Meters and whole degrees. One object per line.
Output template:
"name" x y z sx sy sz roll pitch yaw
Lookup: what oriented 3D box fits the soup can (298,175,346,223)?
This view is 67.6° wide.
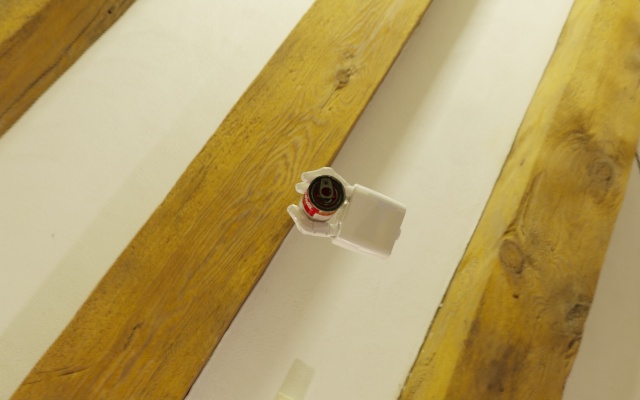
"soup can" 0.000 0.003 0.867 0.068 0.068 0.102 0 -18 -14
